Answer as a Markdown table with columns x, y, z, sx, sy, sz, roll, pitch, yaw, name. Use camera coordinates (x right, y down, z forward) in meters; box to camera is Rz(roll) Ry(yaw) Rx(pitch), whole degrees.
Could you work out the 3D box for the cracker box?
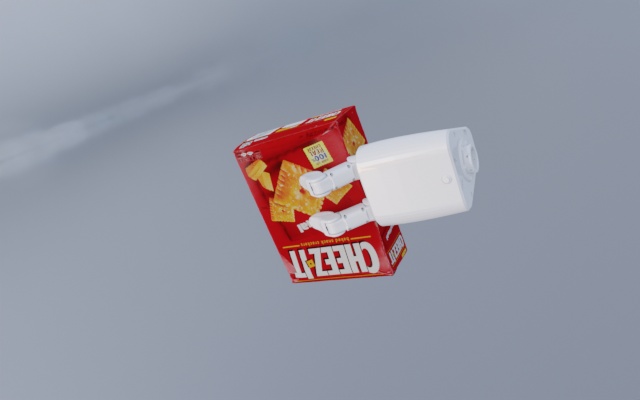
| x | y | z | sx | sy | sz | roll | pitch | yaw | name |
| --- | --- | --- | --- | --- | --- | --- | --- | --- | --- |
| 0.000 | 0.002 | 0.631 | 0.164 | 0.214 | 0.072 | -10 | 21 | 32 | cracker box |
